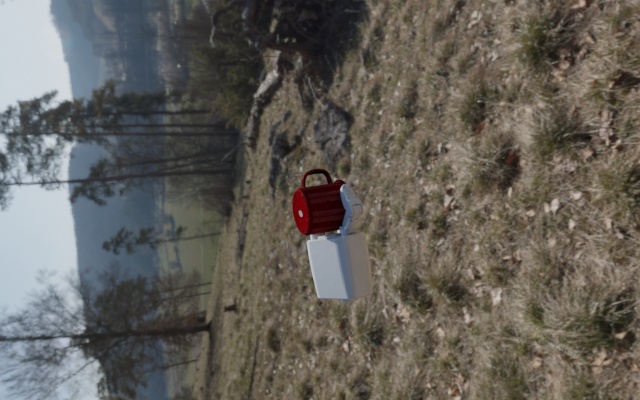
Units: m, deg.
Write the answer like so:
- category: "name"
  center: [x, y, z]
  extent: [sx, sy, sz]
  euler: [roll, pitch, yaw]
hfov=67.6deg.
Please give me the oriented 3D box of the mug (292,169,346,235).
- category: "mug"
  center: [0.000, 0.001, 0.820]
  extent: [0.081, 0.117, 0.093]
  euler: [-9, -4, -23]
